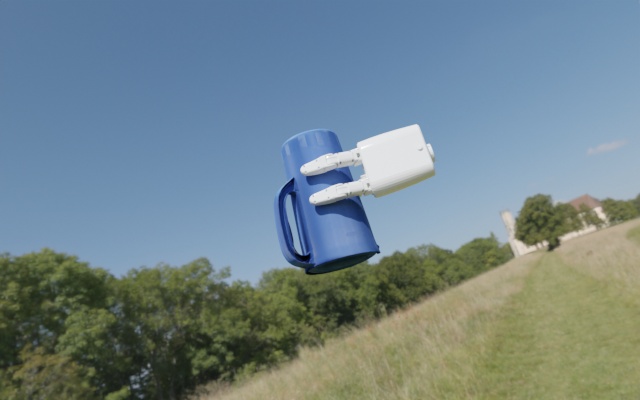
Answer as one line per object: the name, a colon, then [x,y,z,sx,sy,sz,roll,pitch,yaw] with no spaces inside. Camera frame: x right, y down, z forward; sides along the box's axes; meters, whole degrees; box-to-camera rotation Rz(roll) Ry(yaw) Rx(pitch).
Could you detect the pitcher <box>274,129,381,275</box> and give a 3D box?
pitcher: [0.000,0.003,0.836,0.145,0.242,0.149,-19,-16,11]
